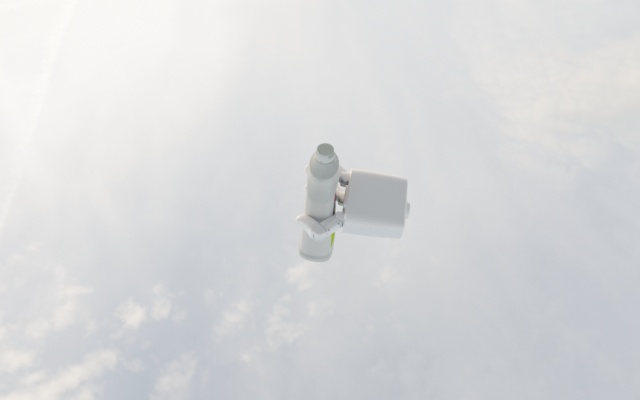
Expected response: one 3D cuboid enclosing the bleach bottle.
[{"bbox_3d":[0.000,0.003,0.856,0.068,0.102,0.251,8,-39,3],"label":"bleach bottle"}]
